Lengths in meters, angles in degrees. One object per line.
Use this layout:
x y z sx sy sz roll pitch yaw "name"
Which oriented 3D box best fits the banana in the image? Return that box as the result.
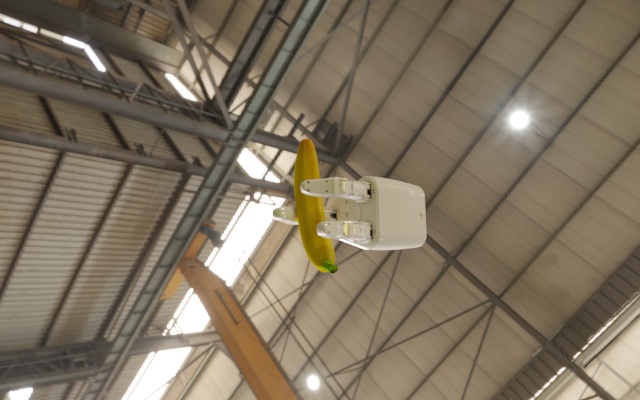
-0.007 0.014 0.632 0.037 0.197 0.070 2 -31 -28 "banana"
